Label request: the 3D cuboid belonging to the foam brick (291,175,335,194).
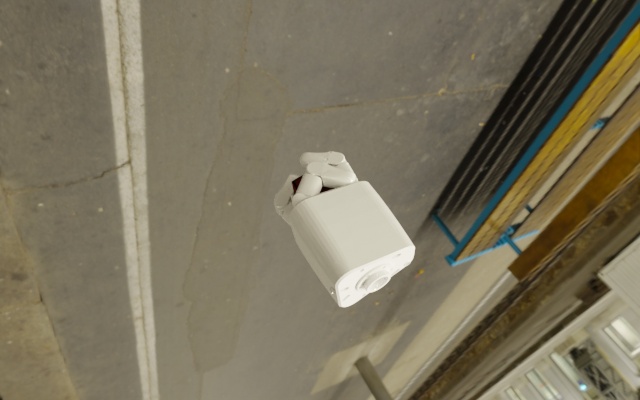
[{"bbox_3d":[0.000,0.002,0.626,0.053,0.051,0.078,-28,-31,-11],"label":"foam brick"}]
